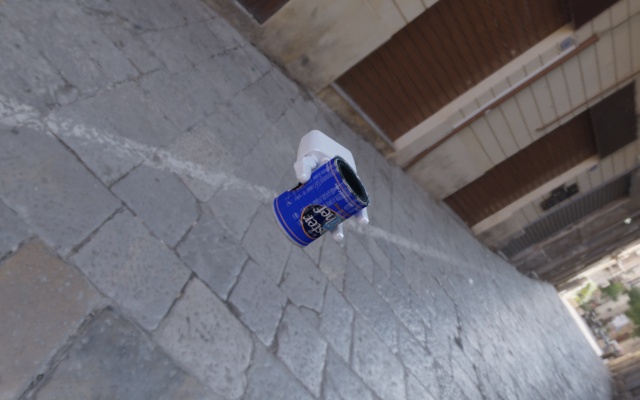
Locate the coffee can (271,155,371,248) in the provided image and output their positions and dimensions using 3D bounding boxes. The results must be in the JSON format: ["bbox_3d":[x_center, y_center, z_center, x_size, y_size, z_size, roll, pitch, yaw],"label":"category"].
[{"bbox_3d":[0.000,0.003,0.823,0.140,0.103,0.103,-34,-12,18],"label":"coffee can"}]
